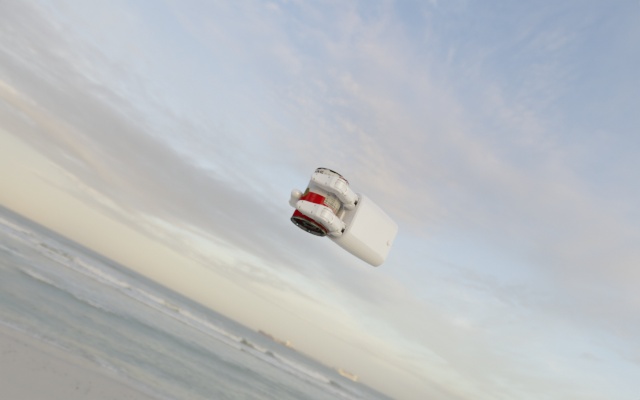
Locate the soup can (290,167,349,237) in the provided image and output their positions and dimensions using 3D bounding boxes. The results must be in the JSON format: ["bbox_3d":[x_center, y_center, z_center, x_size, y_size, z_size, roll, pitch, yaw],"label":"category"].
[{"bbox_3d":[0.000,0.002,0.827,0.068,0.102,0.068,24,-17,8],"label":"soup can"}]
